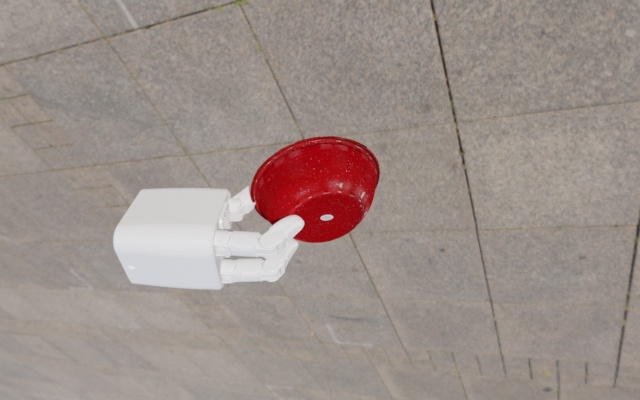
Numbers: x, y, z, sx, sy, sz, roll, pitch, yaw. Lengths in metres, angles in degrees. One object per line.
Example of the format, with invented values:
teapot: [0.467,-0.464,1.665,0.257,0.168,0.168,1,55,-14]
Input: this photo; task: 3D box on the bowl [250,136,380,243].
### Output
bowl: [0.001,0.002,0.567,0.162,0.055,0.162,-10,-40,-8]
